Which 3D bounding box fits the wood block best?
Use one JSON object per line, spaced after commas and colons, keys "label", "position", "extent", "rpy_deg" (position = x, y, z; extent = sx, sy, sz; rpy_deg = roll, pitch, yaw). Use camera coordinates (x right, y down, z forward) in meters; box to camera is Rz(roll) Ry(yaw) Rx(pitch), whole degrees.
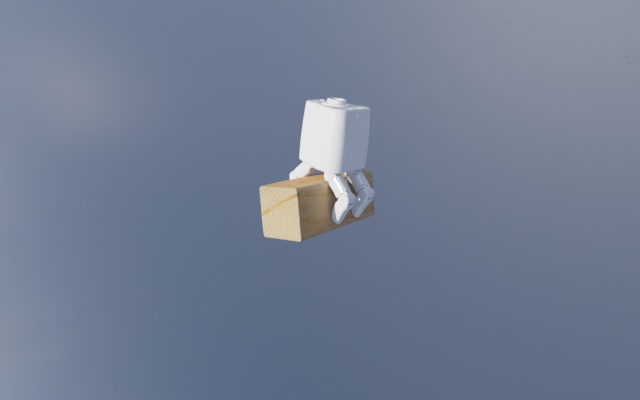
{"label": "wood block", "position": [0.000, 0.002, 0.857], "extent": [0.091, 0.090, 0.206], "rpy_deg": [5, 13, 41]}
